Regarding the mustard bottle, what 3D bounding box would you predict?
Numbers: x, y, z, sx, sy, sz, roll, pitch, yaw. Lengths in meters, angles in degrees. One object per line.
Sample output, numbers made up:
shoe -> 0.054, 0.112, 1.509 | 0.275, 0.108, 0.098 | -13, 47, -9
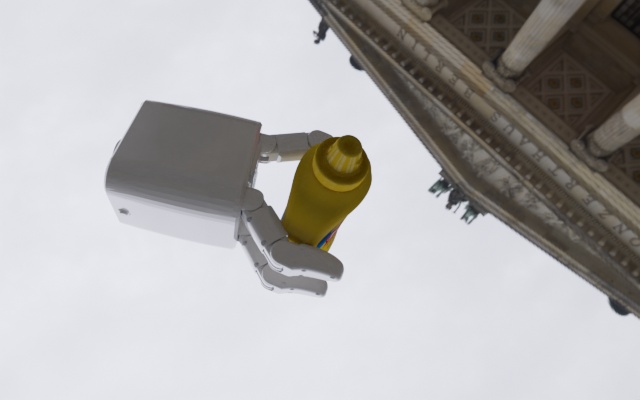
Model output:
mustard bottle -> 0.000, 0.002, 0.411 | 0.058, 0.096, 0.192 | 34, -27, 4
